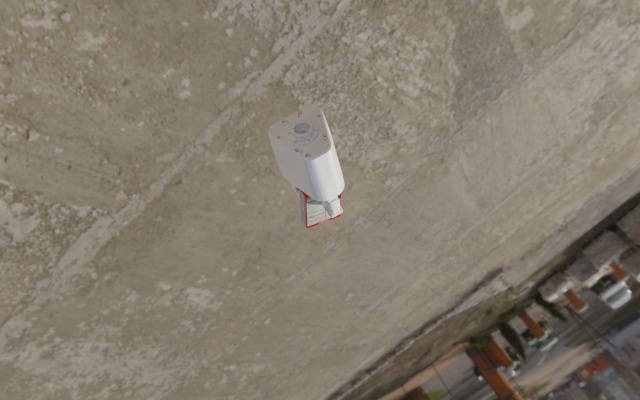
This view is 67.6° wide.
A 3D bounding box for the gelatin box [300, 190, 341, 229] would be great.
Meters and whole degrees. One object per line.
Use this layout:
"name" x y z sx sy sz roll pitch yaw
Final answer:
"gelatin box" 0.000 0.003 0.880 0.073 0.089 0.030 -21 48 -18
